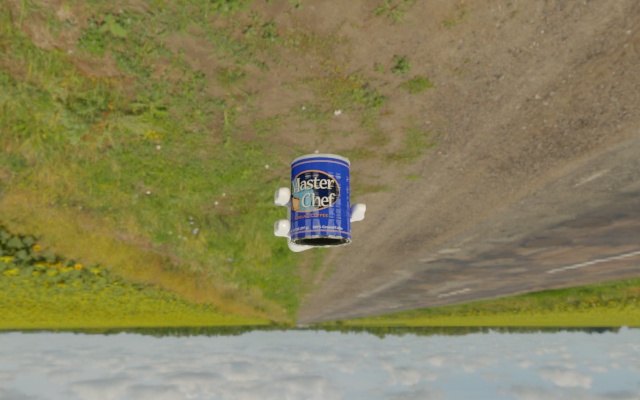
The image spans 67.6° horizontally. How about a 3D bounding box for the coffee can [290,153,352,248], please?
[{"bbox_3d":[0.000,0.002,0.808,0.103,0.140,0.103,0,-14,0],"label":"coffee can"}]
